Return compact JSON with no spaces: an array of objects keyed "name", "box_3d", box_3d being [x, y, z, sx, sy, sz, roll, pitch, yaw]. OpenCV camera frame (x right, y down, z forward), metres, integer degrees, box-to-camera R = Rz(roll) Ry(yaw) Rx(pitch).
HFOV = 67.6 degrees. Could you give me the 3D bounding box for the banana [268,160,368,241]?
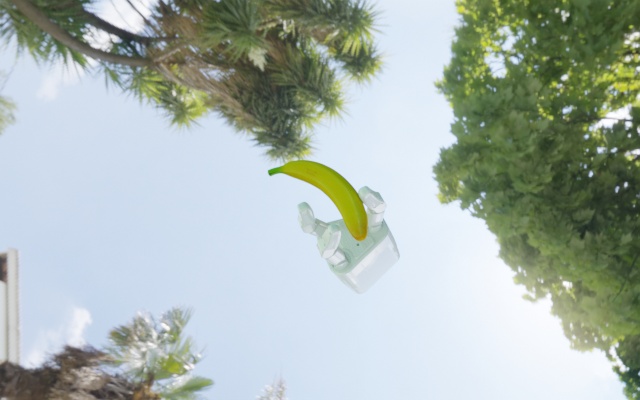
[{"name":"banana","box_3d":[0.010,-0.013,0.703,0.197,0.069,0.037,35,-15,33]}]
